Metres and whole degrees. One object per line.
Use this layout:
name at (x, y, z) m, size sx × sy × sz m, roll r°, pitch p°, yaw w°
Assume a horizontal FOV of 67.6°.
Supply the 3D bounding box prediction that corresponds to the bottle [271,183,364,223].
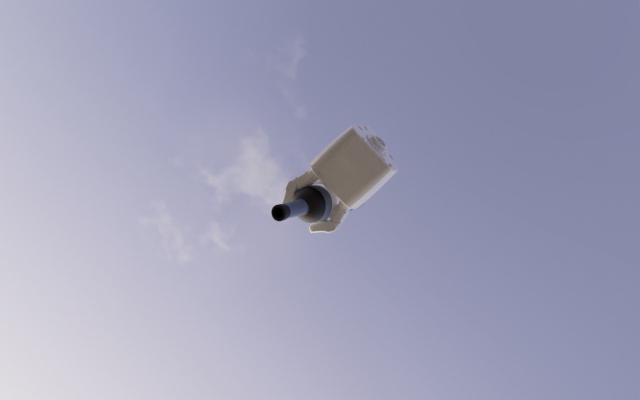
bottle at (0.000, 0.003, 0.882) m, size 0.069 × 0.069 × 0.295 m, roll 0°, pitch 7°, yaw 27°
